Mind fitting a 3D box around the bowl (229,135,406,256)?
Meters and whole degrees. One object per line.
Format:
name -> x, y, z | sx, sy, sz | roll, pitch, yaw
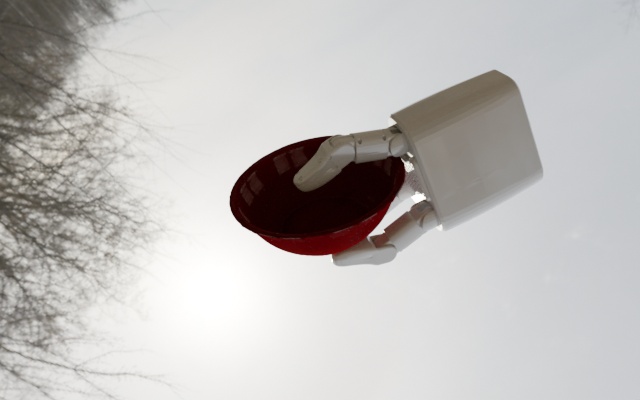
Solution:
bowl -> -0.001, 0.002, 0.447 | 0.162, 0.055, 0.162 | -9, 35, 6
